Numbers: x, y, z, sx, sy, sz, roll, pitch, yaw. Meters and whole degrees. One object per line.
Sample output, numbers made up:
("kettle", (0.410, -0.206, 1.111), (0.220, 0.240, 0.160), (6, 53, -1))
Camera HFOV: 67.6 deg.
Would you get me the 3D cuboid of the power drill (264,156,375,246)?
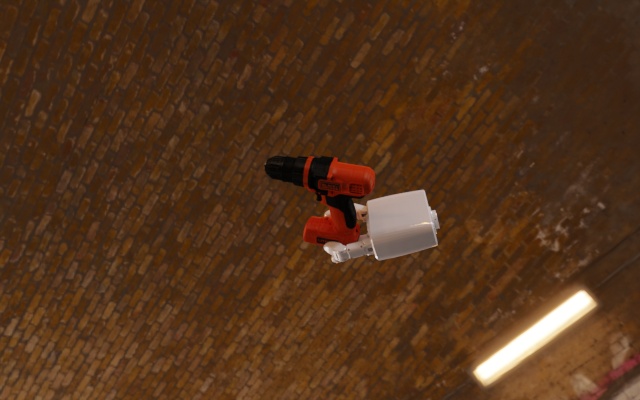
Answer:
("power drill", (0.000, 0.003, 0.825), (0.184, 0.057, 0.188), (10, -39, 14))
